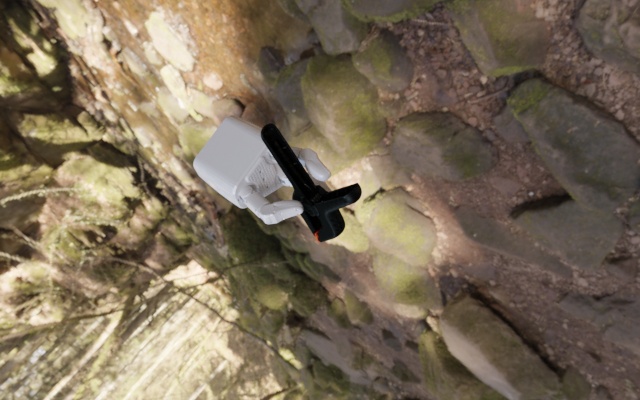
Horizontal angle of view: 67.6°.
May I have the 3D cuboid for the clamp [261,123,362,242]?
[{"bbox_3d":[-0.001,0.003,0.658,0.164,0.036,0.210,35,-23,32],"label":"clamp"}]
